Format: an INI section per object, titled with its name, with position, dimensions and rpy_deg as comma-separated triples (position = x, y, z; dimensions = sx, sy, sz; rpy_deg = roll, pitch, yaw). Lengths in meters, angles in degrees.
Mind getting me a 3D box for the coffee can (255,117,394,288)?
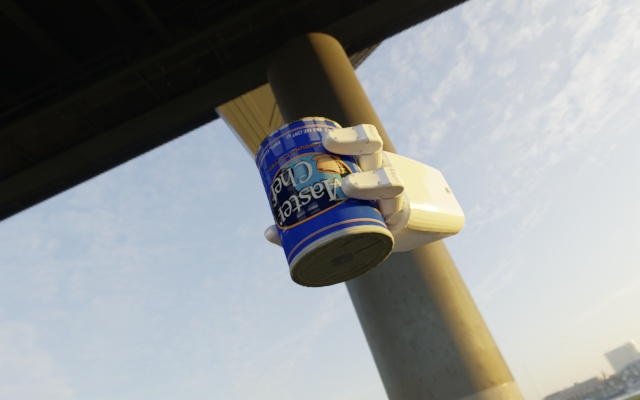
[coffee can]
position = 0.000, 0.002, 0.482
dimensions = 0.103, 0.140, 0.103
rpy_deg = -15, -31, -10
